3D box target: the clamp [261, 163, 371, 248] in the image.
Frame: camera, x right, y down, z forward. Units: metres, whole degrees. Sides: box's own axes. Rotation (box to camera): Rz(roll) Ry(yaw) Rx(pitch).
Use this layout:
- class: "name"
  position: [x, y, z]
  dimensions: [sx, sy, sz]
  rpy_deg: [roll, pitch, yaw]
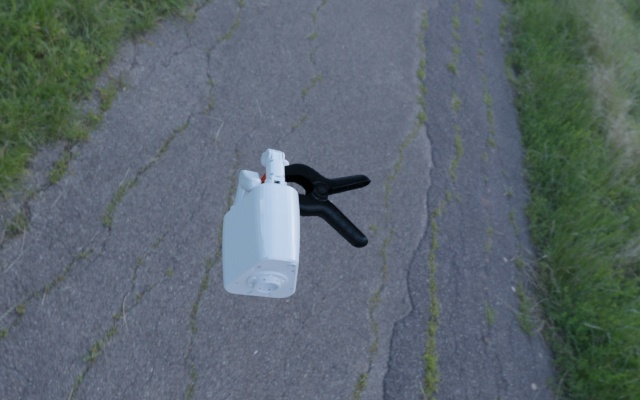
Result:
- class: "clamp"
  position: [0.000, 0.002, 0.673]
  dimensions: [0.171, 0.120, 0.039]
  rpy_deg: [10, -38, -21]
